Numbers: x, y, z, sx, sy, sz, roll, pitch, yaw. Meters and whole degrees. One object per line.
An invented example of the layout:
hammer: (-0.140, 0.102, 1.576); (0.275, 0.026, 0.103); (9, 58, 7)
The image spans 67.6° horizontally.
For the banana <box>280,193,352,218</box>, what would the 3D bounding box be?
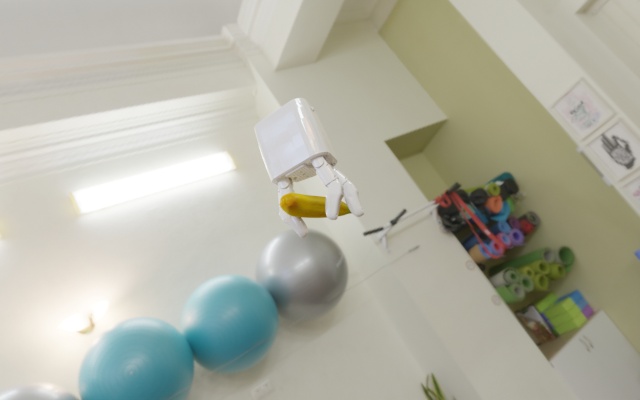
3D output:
banana: (-0.012, 0.007, 0.774); (0.069, 0.037, 0.198); (-16, -12, 36)
